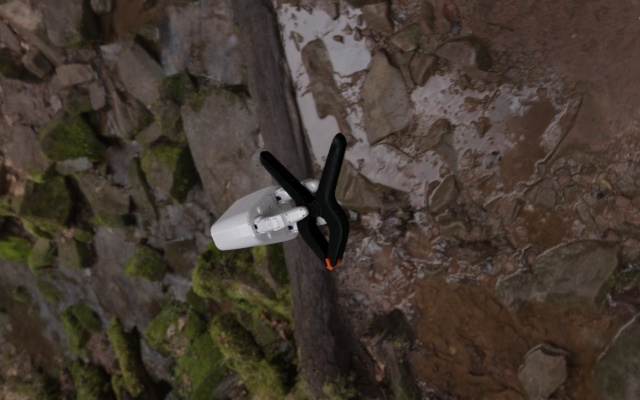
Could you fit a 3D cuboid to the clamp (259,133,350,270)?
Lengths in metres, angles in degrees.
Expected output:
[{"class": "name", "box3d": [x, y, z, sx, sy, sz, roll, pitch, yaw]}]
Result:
[{"class": "clamp", "box3d": [0.000, 0.003, 0.727, 0.164, 0.210, 0.036, -16, 8, 41]}]
